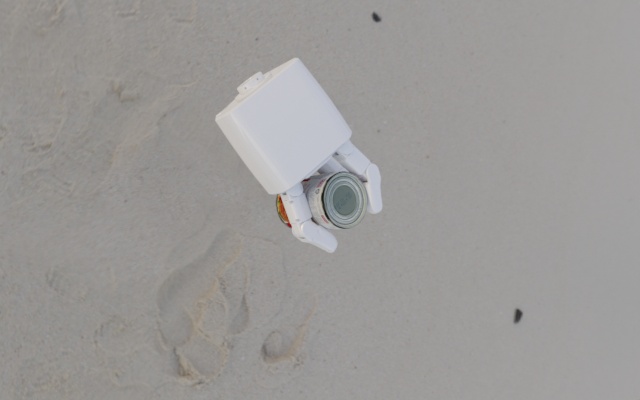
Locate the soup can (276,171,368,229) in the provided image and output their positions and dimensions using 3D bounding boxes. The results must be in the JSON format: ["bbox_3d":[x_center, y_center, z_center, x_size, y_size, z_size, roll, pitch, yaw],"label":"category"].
[{"bbox_3d":[0.000,0.002,0.584,0.068,0.068,0.102,0,-3,-36],"label":"soup can"}]
